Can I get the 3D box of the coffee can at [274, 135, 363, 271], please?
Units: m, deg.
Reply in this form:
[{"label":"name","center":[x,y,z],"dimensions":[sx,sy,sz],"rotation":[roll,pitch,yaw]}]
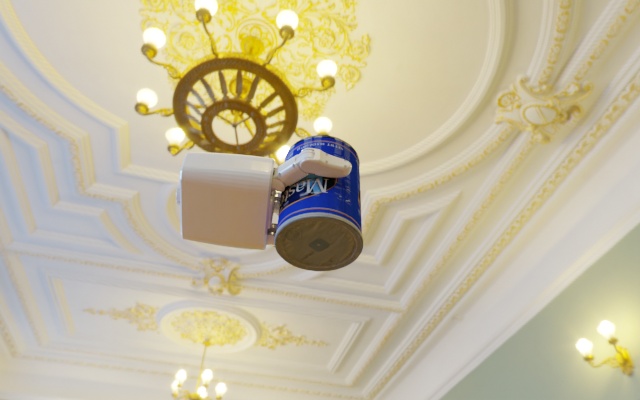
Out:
[{"label":"coffee can","center":[0.000,0.002,0.597],"dimensions":[0.103,0.140,0.103],"rotation":[1,-43,1]}]
